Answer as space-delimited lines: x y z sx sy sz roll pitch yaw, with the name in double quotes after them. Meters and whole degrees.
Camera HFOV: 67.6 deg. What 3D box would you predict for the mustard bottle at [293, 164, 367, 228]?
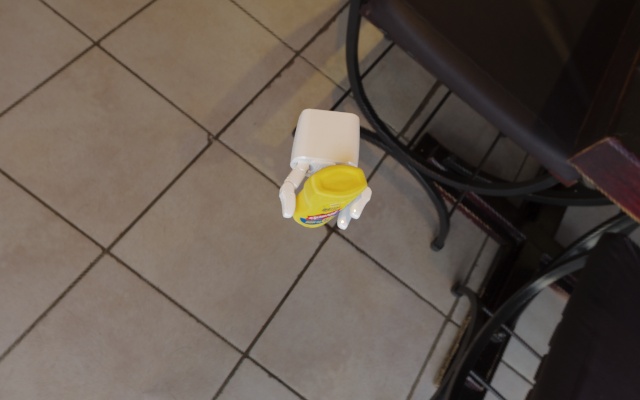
0.000 0.003 0.822 0.096 0.058 0.192 -11 -17 -24 "mustard bottle"
